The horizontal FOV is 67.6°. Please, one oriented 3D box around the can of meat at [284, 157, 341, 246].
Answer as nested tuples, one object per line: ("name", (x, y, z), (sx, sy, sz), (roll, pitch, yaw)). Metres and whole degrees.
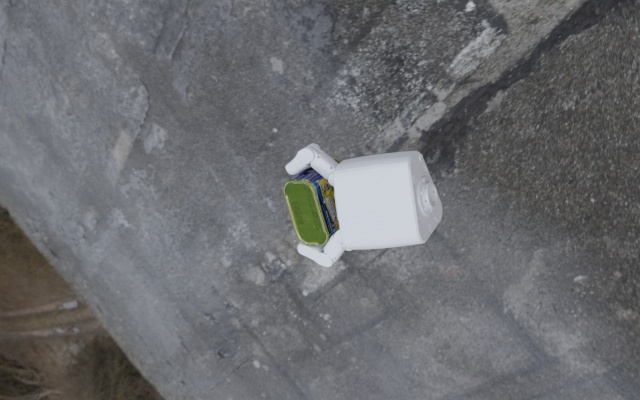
("can of meat", (0.000, 0.002, 0.666), (0.057, 0.102, 0.084), (-4, 21, 34))
